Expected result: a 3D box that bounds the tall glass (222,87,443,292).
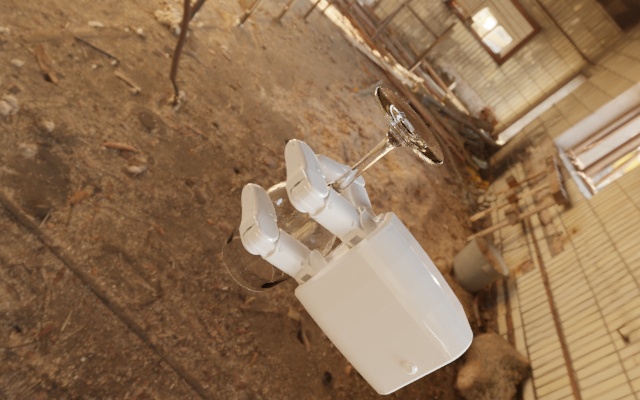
[{"bbox_3d":[0.000,0.001,0.400,0.201,0.079,0.079,-40,-21,28],"label":"tall glass"}]
